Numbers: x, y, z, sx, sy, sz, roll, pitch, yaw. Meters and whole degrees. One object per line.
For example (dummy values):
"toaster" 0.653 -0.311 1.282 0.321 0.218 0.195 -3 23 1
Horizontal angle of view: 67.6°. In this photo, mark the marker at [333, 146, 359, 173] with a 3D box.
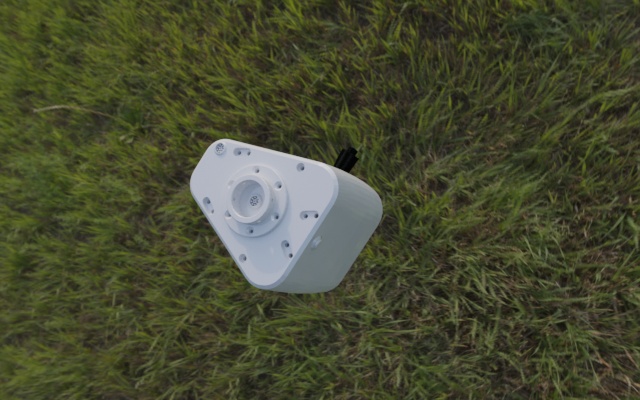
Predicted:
"marker" 0.000 0.002 0.460 0.020 0.121 0.020 32 3 -2
